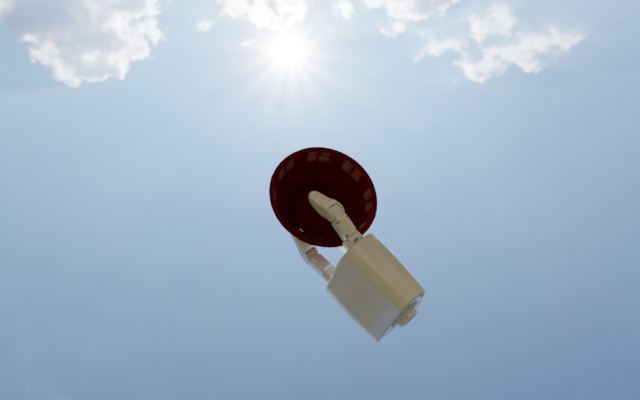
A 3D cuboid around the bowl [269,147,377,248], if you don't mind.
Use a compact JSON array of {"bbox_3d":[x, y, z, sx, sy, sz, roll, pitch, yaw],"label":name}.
[{"bbox_3d":[-0.001,0.001,0.713,0.162,0.162,0.055,0,-25,-15],"label":"bowl"}]
